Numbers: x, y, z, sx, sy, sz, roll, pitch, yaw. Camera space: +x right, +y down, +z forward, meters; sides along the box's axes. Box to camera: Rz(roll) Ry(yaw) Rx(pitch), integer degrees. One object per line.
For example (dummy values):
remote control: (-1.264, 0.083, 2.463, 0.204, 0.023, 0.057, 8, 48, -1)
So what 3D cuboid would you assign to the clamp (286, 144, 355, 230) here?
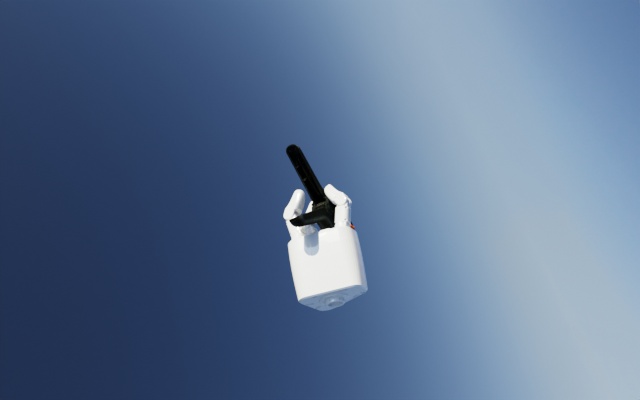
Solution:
clamp: (0.001, 0.003, 0.858, 0.036, 0.164, 0.210, -21, -32, 23)
